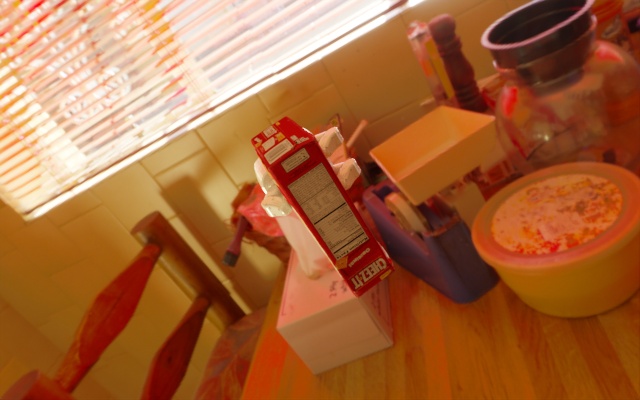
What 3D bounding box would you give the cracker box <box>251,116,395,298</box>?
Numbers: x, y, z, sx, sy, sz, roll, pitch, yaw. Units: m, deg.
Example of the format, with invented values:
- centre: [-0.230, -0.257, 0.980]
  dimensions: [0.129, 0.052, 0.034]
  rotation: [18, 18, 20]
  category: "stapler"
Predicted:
- centre: [0.000, 0.002, 0.642]
  dimensions: [0.072, 0.214, 0.164]
  rotation: [-34, 24, -2]
  category: "cracker box"
